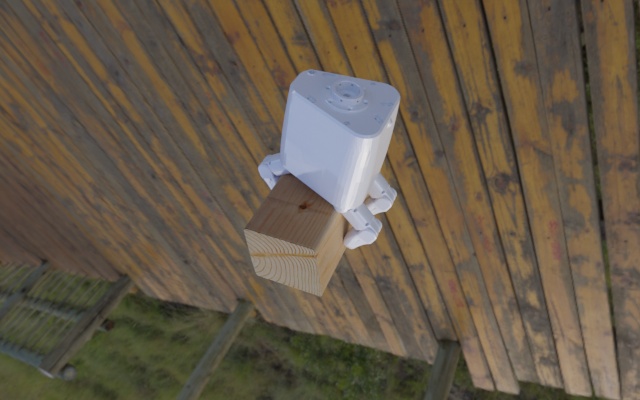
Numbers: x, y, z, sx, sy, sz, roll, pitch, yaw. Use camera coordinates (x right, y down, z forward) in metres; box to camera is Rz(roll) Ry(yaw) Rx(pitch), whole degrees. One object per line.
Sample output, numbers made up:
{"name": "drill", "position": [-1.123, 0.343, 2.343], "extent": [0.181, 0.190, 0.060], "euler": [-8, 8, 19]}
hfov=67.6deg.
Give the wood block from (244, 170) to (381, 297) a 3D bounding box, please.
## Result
{"name": "wood block", "position": [0.000, 0.002, 0.599], "extent": [0.091, 0.090, 0.206], "euler": [15, 49, 20]}
